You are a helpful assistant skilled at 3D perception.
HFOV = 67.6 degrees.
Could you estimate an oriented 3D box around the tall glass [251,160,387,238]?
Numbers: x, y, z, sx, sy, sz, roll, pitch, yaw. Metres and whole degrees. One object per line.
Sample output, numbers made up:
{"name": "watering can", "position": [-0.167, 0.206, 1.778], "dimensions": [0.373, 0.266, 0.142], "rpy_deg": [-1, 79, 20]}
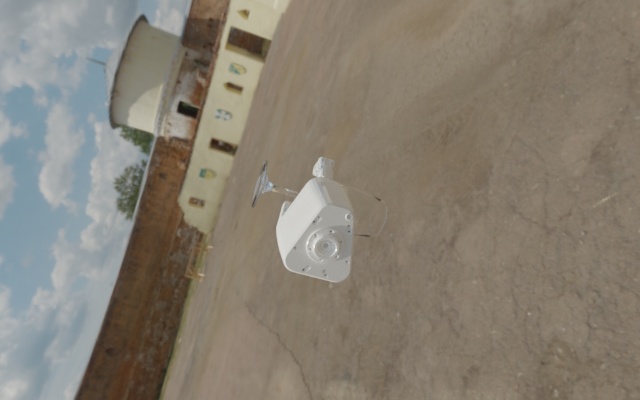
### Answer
{"name": "tall glass", "position": [-0.001, 0.002, 0.741], "dimensions": [0.201, 0.079, 0.079], "rpy_deg": [16, -4, -13]}
